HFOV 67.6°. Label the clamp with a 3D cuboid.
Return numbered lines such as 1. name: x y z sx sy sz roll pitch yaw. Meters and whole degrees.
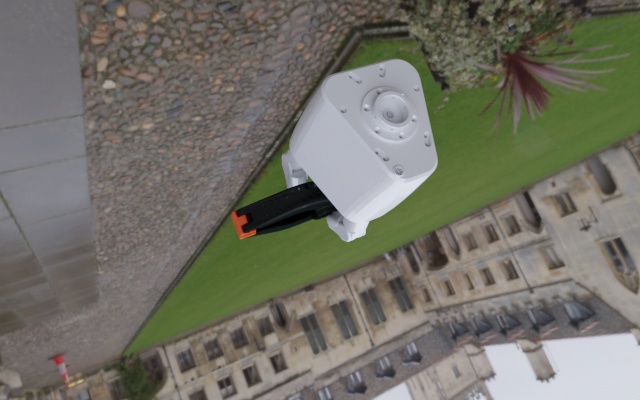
1. clamp: 0.000 0.003 0.543 0.210 0.036 0.165 -19 -13 -21
